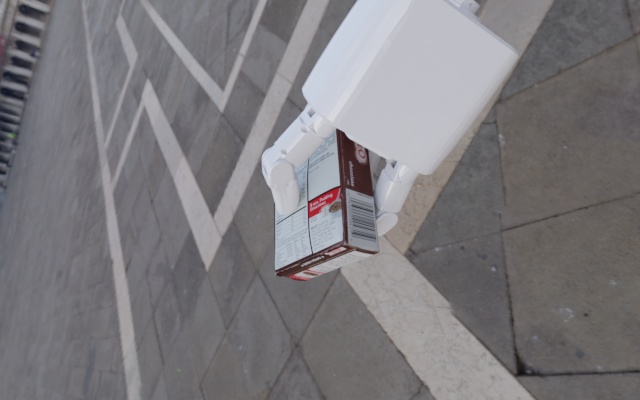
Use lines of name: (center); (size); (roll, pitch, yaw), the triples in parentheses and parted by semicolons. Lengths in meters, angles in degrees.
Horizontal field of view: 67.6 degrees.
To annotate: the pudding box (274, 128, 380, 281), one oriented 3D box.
pudding box: (0.000, 0.001, 0.400); (0.039, 0.113, 0.090); (19, -33, -36)
